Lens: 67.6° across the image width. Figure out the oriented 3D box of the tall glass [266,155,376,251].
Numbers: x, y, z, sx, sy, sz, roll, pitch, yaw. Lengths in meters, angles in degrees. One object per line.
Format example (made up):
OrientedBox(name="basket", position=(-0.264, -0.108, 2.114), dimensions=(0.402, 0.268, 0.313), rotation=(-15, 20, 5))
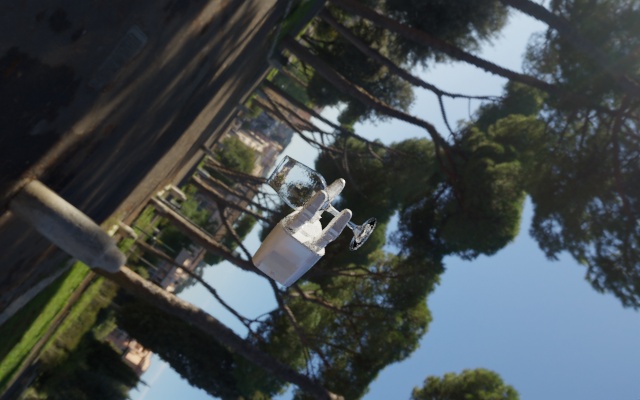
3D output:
OrientedBox(name="tall glass", position=(0.001, 0.003, 0.861), dimensions=(0.201, 0.079, 0.079), rotation=(38, -7, -10))
